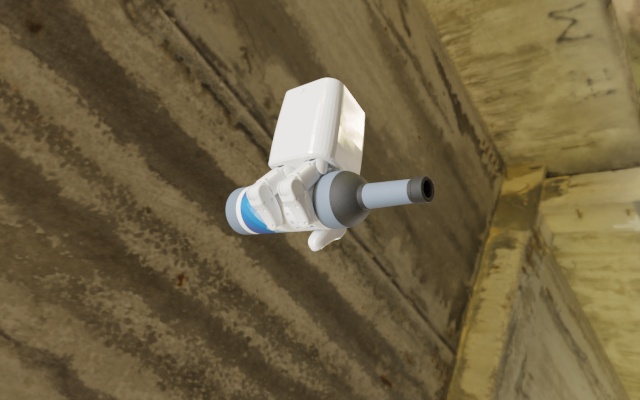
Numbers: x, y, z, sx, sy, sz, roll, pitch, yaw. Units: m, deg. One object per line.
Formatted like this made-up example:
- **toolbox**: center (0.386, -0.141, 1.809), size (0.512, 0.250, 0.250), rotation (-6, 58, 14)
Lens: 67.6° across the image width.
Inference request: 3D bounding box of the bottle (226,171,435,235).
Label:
- **bottle**: center (0.000, 0.002, 0.574), size (0.296, 0.069, 0.069), rotation (-7, -5, 43)
